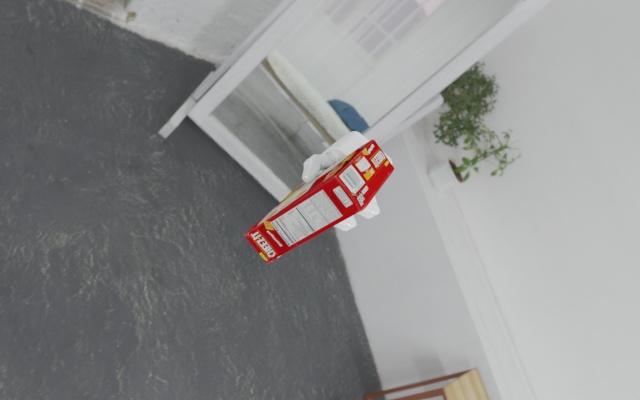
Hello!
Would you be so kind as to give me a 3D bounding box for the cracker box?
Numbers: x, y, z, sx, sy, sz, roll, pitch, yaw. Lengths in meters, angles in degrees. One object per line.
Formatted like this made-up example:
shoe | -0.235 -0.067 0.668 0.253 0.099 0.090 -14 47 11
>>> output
cracker box | 0.000 0.002 0.782 0.214 0.072 0.164 -32 8 36
